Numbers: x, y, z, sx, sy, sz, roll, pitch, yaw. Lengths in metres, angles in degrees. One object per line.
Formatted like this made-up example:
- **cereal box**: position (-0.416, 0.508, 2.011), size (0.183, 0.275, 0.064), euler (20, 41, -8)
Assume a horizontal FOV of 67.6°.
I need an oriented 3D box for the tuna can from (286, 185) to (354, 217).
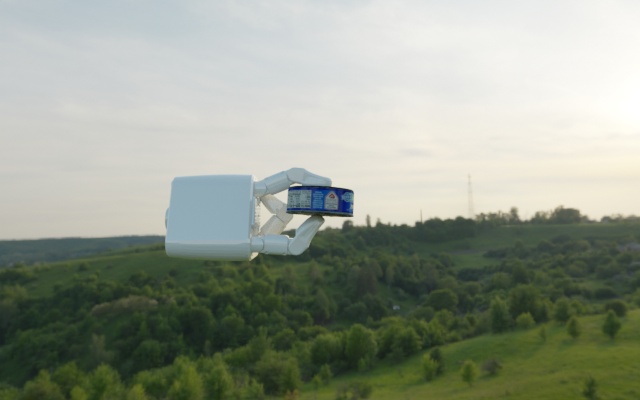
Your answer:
- **tuna can**: position (0.000, 0.001, 0.603), size (0.086, 0.034, 0.086), euler (3, -4, 0)
